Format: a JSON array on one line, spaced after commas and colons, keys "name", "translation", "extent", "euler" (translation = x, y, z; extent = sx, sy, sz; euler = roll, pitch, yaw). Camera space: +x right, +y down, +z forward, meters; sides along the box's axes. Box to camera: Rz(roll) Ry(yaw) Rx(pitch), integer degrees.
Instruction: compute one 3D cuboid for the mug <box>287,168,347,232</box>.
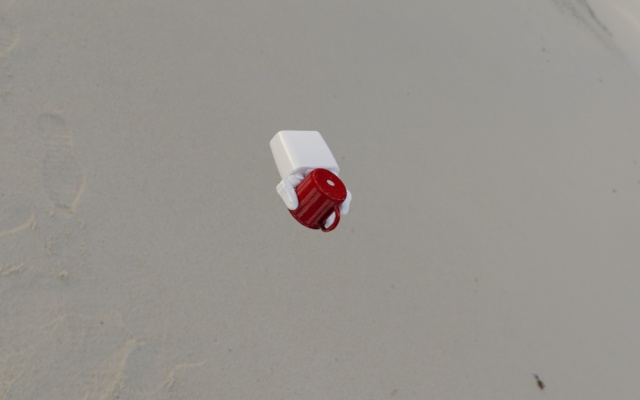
[{"name": "mug", "translation": [0.001, 0.004, 0.882], "extent": [0.093, 0.117, 0.081], "euler": [6, -42, -44]}]
